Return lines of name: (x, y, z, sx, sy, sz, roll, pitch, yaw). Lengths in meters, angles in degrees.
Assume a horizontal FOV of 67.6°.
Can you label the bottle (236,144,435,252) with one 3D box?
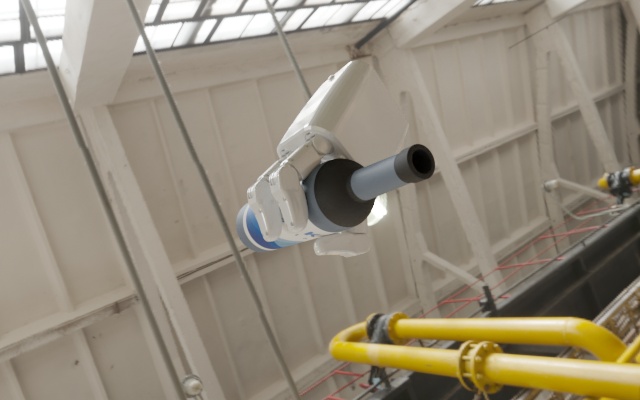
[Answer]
bottle: (0.000, 0.002, 0.474, 0.069, 0.069, 0.296, 0, -12, -31)
